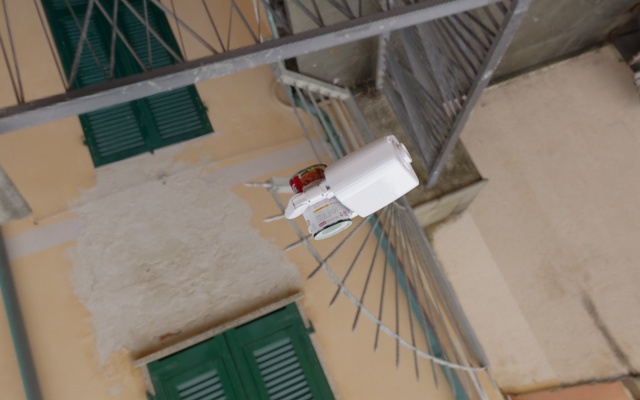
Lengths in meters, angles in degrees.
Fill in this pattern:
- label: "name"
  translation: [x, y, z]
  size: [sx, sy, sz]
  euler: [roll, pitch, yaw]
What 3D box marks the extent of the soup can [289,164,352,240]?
- label: "soup can"
  translation: [0.000, 0.003, 0.758]
  size: [0.068, 0.102, 0.068]
  euler: [-23, -16, -7]
